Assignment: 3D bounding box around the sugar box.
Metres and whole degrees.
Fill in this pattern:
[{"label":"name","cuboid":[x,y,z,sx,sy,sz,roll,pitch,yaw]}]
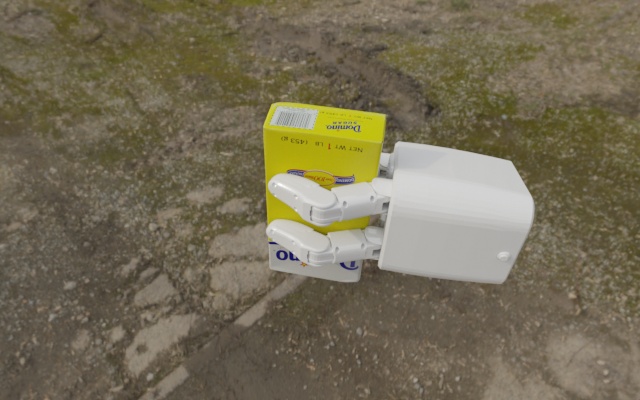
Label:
[{"label":"sugar box","cuboid":[0.000,0.002,0.425,0.093,0.176,0.048,8,42,6]}]
